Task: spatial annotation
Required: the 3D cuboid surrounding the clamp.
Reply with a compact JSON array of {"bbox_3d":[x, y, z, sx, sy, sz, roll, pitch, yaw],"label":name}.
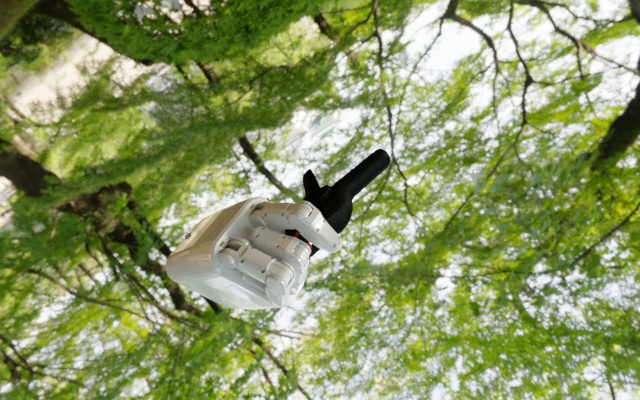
[{"bbox_3d":[0.000,0.002,0.545,0.120,0.039,0.171,-15,26,43],"label":"clamp"}]
